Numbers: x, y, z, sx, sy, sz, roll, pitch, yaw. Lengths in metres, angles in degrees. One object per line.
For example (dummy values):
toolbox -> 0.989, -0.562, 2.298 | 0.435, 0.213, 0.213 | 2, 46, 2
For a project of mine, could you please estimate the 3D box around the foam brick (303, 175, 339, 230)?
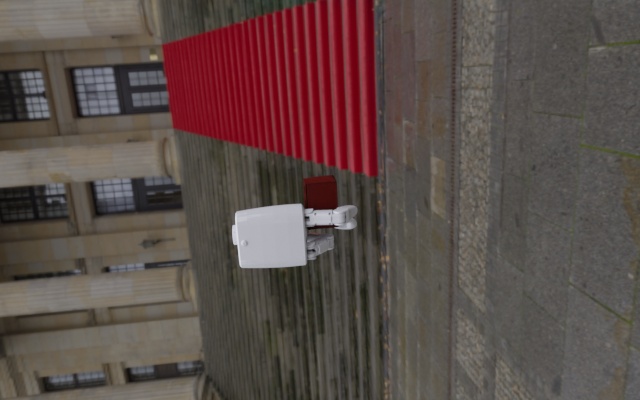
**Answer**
foam brick -> 0.000, 0.002, 0.776 | 0.051, 0.078, 0.053 | -4, 13, -4
